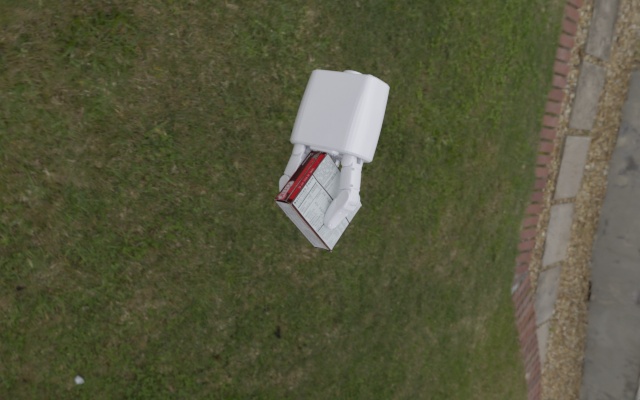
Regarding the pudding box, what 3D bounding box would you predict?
[{"bbox_3d":[0.000,0.002,0.650,0.039,0.090,0.113,12,-31,46],"label":"pudding box"}]
